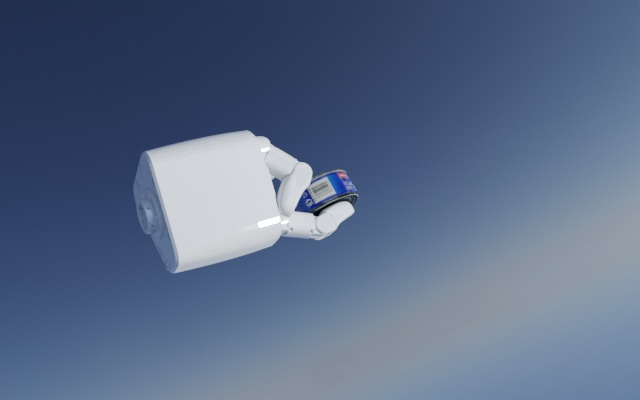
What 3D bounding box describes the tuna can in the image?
[{"bbox_3d":[0.000,0.002,0.549,0.086,0.033,0.086,-27,-16,-8],"label":"tuna can"}]
